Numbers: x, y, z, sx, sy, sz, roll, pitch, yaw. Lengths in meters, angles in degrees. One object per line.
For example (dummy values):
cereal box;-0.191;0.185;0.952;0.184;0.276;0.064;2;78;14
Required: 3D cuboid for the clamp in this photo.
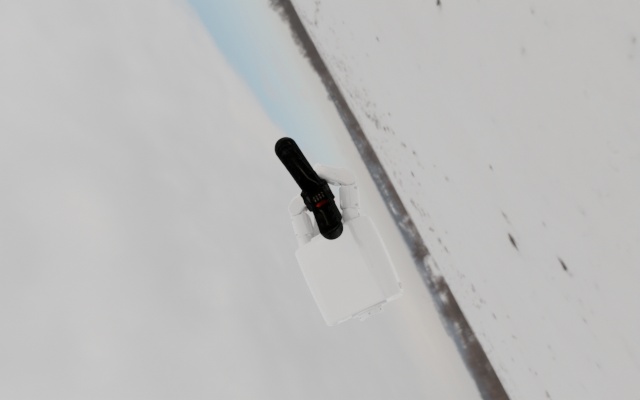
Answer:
clamp;0.000;0.002;0.561;0.039;0.120;0.171;-25;-17;7
